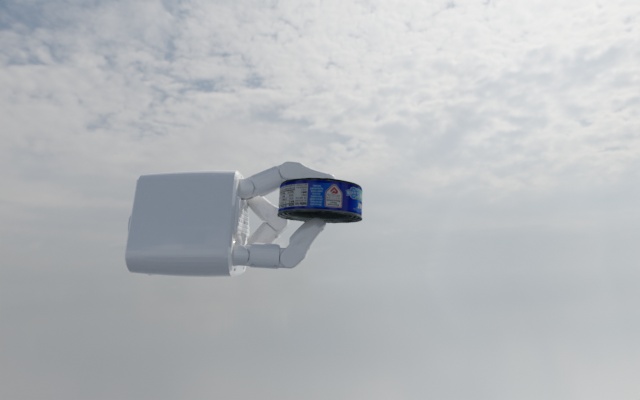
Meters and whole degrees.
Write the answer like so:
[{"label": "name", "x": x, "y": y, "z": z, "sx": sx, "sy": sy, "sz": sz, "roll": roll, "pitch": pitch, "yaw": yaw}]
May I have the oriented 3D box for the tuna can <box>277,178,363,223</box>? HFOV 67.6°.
[{"label": "tuna can", "x": 0.000, "y": 0.001, "z": 0.483, "sx": 0.086, "sy": 0.033, "sz": 0.086, "roll": 3, "pitch": -9, "yaw": 0}]
